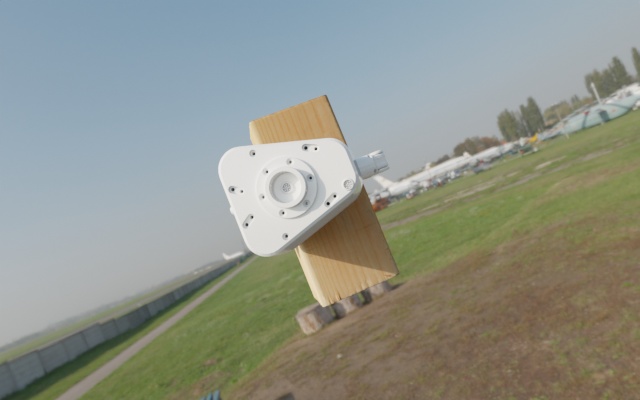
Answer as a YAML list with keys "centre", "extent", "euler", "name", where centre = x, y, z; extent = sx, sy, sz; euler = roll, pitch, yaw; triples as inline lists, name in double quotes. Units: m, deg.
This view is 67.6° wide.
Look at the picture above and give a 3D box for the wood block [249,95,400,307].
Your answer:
- centre: [0.000, 0.001, 0.538]
  extent: [0.091, 0.206, 0.090]
  euler: [-21, -2, -8]
  name: "wood block"
